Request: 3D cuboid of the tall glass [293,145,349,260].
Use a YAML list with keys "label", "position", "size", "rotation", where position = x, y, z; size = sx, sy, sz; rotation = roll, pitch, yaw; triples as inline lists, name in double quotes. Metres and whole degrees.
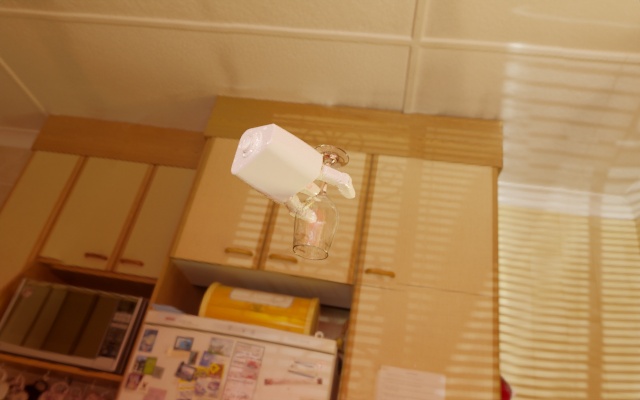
- label: "tall glass"
  position: [0.000, 0.002, 0.854]
  size: [0.079, 0.201, 0.079]
  rotation: [8, -29, 5]
